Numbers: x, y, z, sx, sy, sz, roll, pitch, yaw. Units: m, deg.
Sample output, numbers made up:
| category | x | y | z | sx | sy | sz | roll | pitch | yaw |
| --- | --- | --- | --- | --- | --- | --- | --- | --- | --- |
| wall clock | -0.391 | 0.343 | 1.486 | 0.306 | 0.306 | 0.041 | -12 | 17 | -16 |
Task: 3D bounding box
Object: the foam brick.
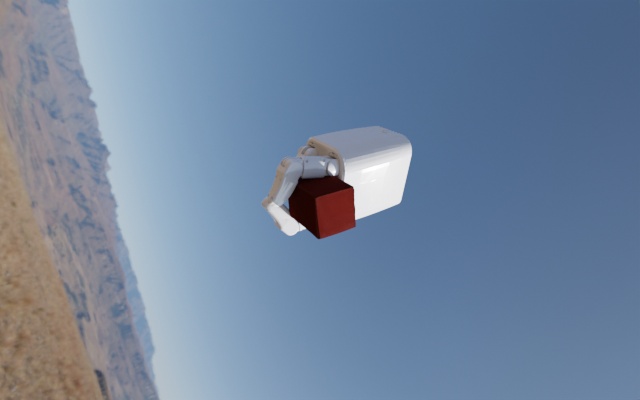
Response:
| category | x | y | z | sx | sy | sz | roll | pitch | yaw |
| --- | --- | --- | --- | --- | --- | --- | --- | --- | --- |
| foam brick | 0.000 | 0.002 | 0.558 | 0.051 | 0.053 | 0.078 | -15 | 26 | -24 |
